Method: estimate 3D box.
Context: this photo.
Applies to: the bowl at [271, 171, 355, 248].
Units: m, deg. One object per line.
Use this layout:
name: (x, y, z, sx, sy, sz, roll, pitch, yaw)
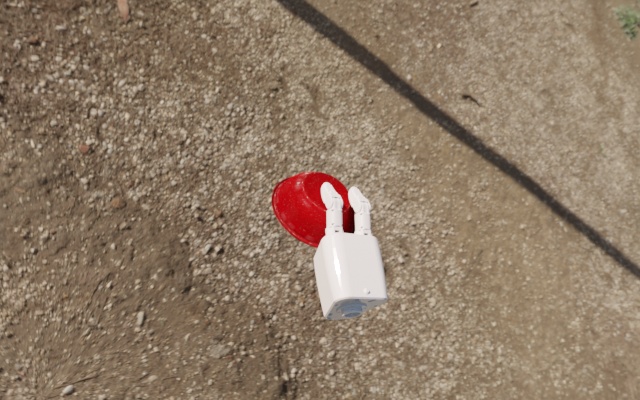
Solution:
bowl: (0.000, 0.001, 0.822, 0.162, 0.162, 0.055, 0, -39, -33)
